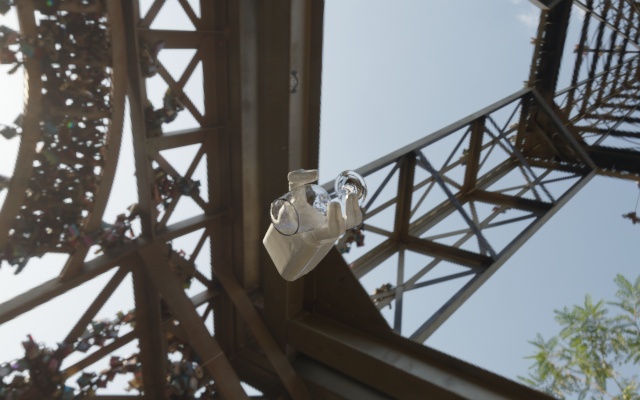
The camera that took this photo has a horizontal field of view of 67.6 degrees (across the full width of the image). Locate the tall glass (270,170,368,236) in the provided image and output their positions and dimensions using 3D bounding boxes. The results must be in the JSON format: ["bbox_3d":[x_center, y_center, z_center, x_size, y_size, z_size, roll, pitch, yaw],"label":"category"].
[{"bbox_3d":[0.001,0.002,0.832,0.079,0.079,0.201,0,14,37],"label":"tall glass"}]
